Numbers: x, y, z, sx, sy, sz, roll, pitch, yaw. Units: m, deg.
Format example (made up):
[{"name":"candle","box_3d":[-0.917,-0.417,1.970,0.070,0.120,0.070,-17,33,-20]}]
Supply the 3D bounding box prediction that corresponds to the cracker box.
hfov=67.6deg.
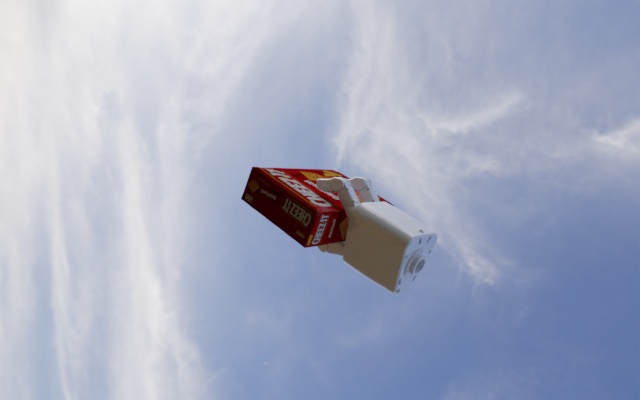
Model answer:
[{"name":"cracker box","box_3d":[0.000,0.003,0.827,0.164,0.072,0.213,33,22,35]}]
